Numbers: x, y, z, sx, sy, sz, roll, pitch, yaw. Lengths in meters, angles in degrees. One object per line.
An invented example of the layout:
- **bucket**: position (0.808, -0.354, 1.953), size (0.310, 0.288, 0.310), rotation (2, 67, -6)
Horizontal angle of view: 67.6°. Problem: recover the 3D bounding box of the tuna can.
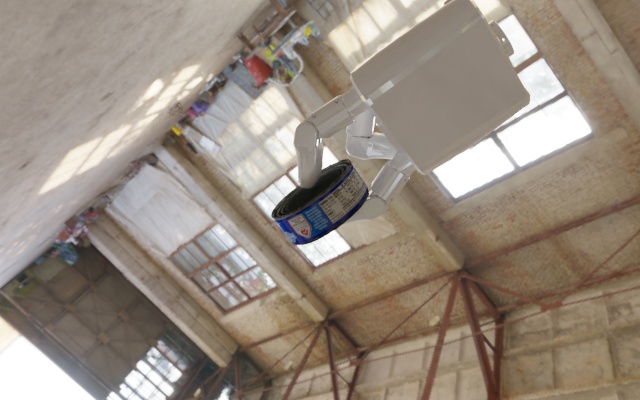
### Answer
- **tuna can**: position (0.000, 0.002, 0.427), size (0.086, 0.034, 0.086), rotation (-33, 14, 9)
